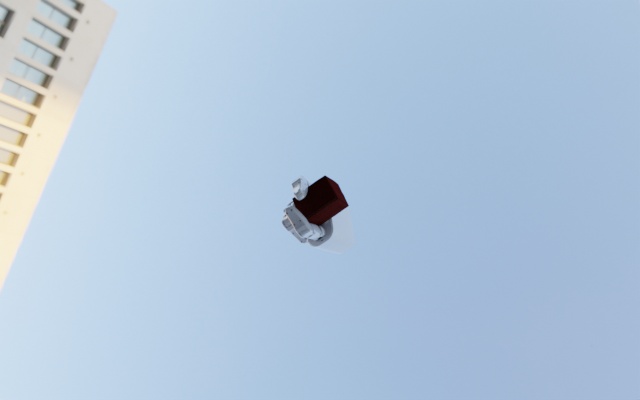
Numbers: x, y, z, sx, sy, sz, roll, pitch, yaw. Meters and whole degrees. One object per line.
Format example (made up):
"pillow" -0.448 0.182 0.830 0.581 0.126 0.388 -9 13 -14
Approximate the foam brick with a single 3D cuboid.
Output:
"foam brick" 0.000 0.003 0.839 0.078 0.053 0.051 -34 -29 17
